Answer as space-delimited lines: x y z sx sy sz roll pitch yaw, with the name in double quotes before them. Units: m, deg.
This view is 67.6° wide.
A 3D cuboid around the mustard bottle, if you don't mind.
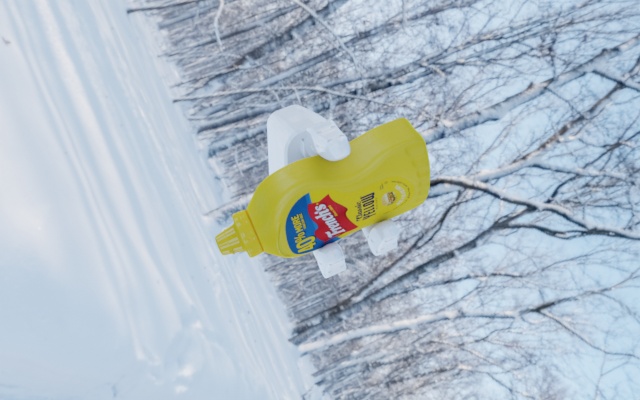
"mustard bottle" 0.000 0.001 0.420 0.191 0.058 0.096 -23 -37 -9
